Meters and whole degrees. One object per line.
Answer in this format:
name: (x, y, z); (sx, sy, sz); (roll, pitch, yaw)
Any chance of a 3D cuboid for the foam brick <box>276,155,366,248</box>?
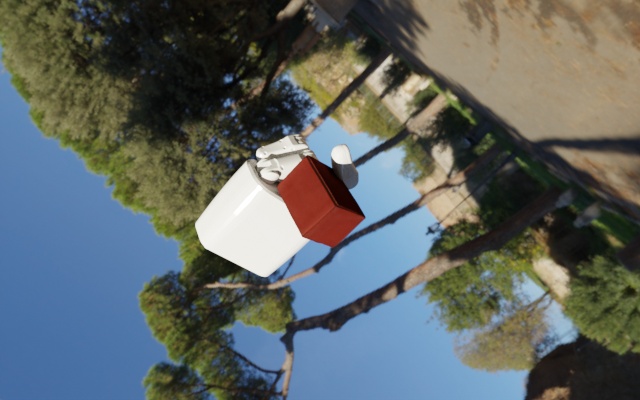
foam brick: (0.000, 0.002, 0.501); (0.051, 0.078, 0.053); (-45, -40, 18)
